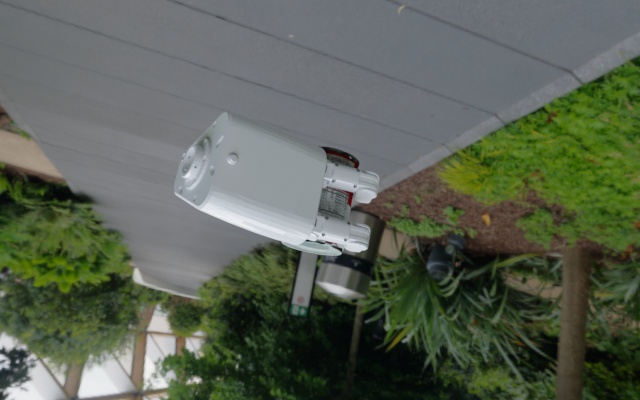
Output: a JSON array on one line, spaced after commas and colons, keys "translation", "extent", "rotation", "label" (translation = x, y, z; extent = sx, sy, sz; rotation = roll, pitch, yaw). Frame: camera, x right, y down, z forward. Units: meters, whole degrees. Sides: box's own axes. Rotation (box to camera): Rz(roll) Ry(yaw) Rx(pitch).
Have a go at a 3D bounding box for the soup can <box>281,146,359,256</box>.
[{"translation": [0.000, 0.002, 0.512], "extent": [0.068, 0.102, 0.068], "rotation": [10, -15, 3], "label": "soup can"}]
